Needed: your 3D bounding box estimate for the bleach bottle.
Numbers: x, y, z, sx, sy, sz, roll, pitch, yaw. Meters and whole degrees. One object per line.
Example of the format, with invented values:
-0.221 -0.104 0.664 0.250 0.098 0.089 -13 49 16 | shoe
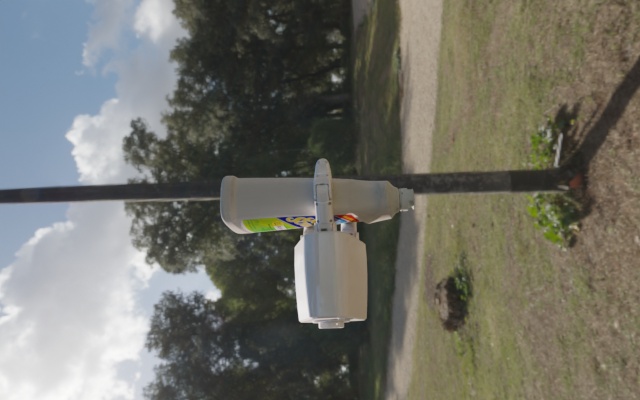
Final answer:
0.000 0.002 0.649 0.251 0.068 0.103 -3 -18 5 | bleach bottle
